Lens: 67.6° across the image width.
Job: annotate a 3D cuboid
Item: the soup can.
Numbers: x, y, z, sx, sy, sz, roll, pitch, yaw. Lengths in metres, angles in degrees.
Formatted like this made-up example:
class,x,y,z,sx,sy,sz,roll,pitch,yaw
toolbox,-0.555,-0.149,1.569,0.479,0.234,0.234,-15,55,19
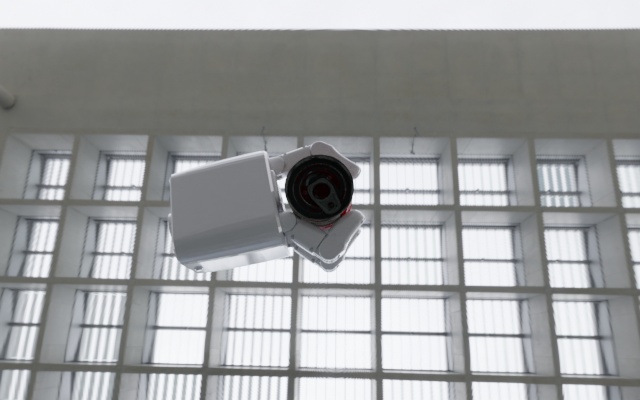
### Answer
class,x,y,z,sx,sy,sz,roll,pitch,yaw
soup can,0.001,0.002,0.510,0.068,0.068,0.102,0,-17,2
